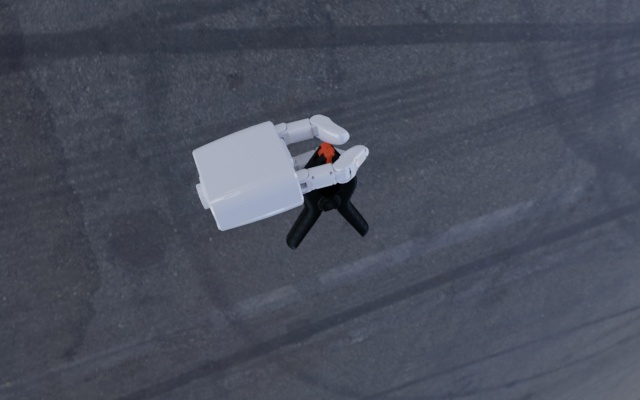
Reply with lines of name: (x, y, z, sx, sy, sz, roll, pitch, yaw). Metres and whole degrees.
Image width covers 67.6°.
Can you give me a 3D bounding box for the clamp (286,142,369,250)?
clamp: (0.000, 0.002, 0.643, 0.120, 0.172, 0.039, -20, 41, -8)
